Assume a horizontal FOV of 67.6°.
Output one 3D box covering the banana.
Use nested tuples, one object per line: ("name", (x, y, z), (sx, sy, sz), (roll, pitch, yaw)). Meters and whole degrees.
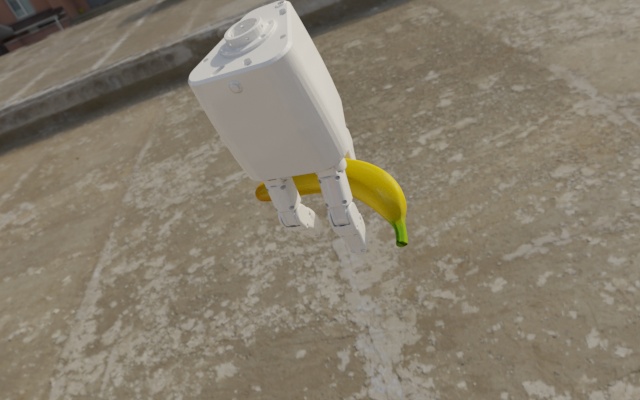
("banana", (0.012, -0.013, 0.489), (0.198, 0.069, 0.037), (16, -21, 39))
